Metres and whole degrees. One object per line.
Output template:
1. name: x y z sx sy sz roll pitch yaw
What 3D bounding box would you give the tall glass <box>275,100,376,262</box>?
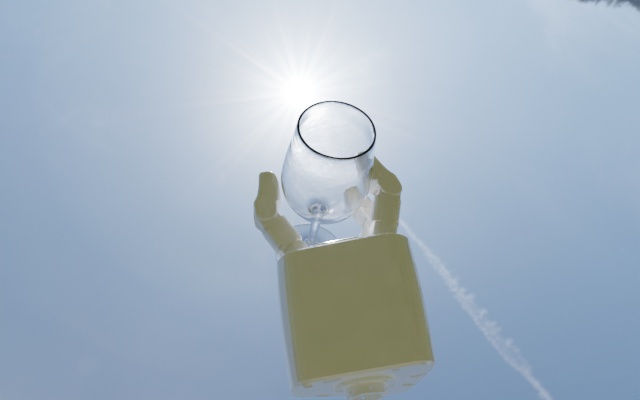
1. tall glass: 0.000 0.002 0.446 0.079 0.079 0.201 0 -35 -9
